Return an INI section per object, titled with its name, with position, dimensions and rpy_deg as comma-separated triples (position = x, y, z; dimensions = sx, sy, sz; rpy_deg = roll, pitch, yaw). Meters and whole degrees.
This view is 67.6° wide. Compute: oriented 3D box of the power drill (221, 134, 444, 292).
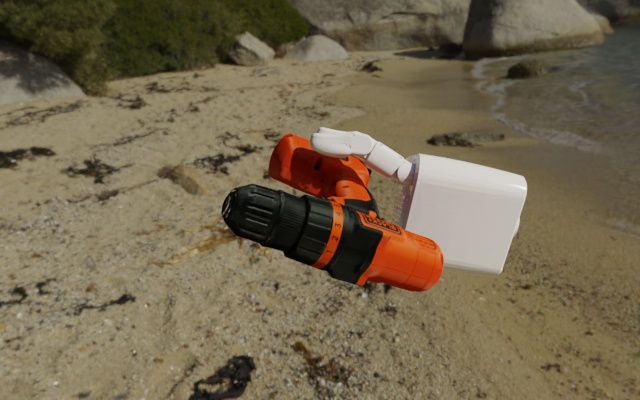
[power drill]
position = 0.000, 0.001, 0.428
dimensions = 0.184, 0.057, 0.187
rpy_deg = 21, 21, -21
